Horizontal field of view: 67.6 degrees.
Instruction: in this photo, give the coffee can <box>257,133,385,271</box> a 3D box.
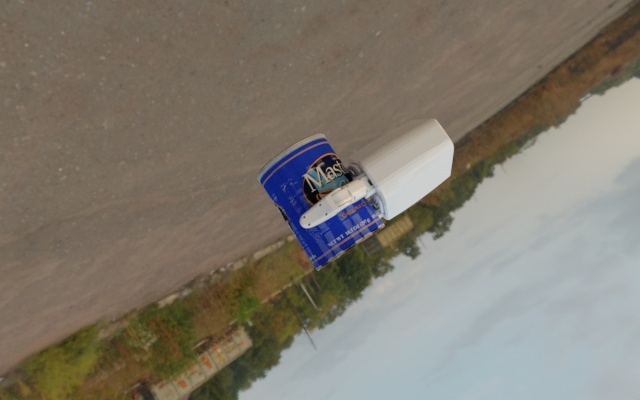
[{"bbox_3d":[0.000,0.002,0.603,0.103,0.140,0.103,-33,-7,-4],"label":"coffee can"}]
